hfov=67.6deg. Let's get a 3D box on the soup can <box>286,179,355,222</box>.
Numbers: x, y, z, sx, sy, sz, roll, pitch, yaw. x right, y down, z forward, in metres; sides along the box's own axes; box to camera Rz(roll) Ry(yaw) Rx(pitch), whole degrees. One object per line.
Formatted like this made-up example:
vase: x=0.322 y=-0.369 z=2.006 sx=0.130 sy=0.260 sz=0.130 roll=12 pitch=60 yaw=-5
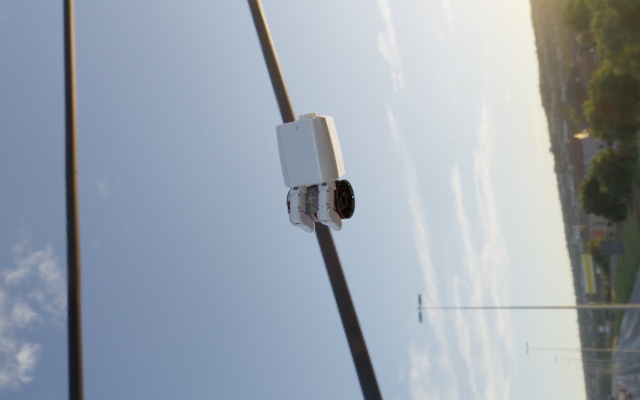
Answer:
soup can: x=0.000 y=0.003 z=0.831 sx=0.102 sy=0.068 sz=0.068 roll=-7 pitch=-3 yaw=29
